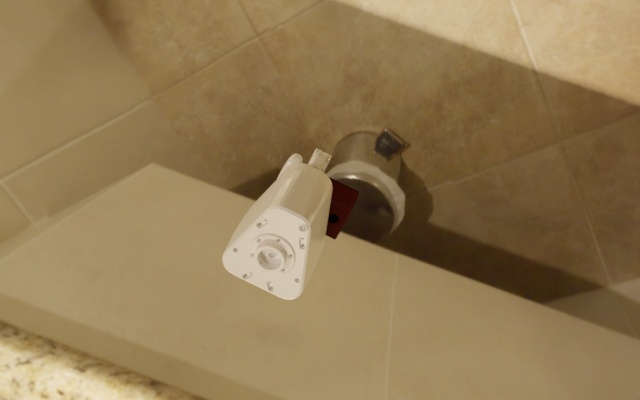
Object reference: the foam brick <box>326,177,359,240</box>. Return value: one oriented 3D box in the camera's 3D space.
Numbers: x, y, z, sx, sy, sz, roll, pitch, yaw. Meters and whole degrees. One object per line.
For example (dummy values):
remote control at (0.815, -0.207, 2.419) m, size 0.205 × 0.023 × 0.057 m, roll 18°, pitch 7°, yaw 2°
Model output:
foam brick at (0.000, 0.002, 0.597) m, size 0.078 × 0.053 × 0.051 m, roll 26°, pitch 28°, yaw -2°
